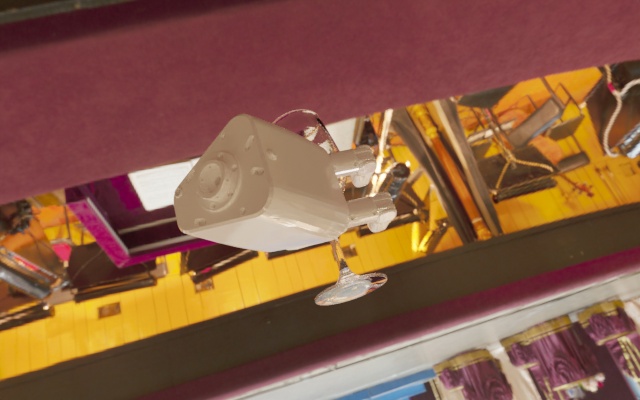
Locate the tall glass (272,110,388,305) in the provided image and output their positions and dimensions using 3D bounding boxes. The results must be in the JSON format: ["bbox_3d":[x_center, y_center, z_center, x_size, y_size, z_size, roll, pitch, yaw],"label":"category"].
[{"bbox_3d":[0.000,0.002,0.502,0.079,0.201,0.079,-16,-25,-7],"label":"tall glass"}]
